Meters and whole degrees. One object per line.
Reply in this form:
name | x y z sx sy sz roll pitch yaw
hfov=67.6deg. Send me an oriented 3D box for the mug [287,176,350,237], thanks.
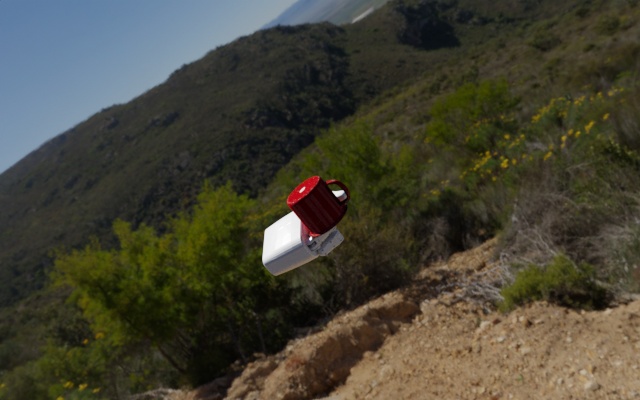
mug | 0.001 0.002 0.898 0.117 0.081 0.093 -30 21 25
